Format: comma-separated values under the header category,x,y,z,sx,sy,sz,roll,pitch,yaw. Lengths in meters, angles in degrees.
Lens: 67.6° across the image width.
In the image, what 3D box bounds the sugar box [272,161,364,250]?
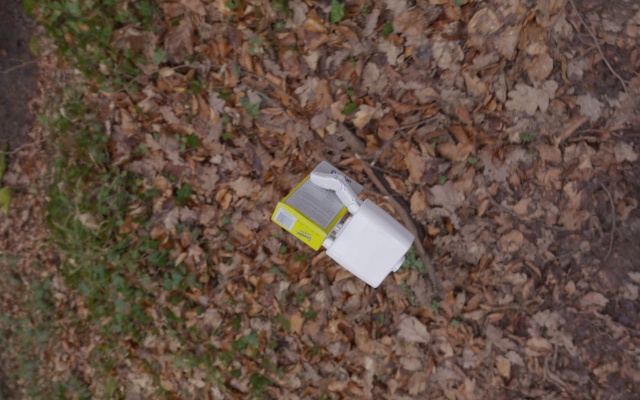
category,x,y,z,sx,sy,sz,roll,pitch,yaw
sugar box,0.000,0.003,0.815,0.093,0.048,0.176,35,34,6
